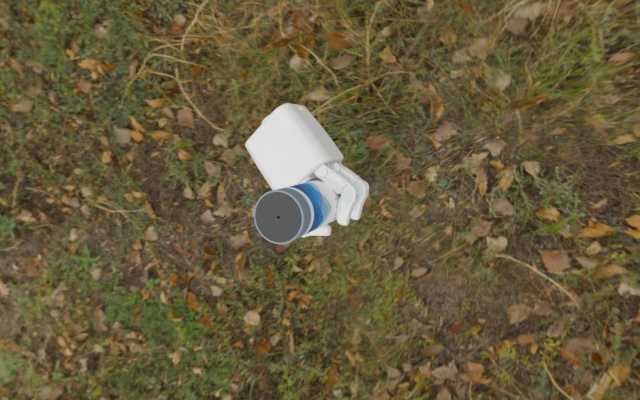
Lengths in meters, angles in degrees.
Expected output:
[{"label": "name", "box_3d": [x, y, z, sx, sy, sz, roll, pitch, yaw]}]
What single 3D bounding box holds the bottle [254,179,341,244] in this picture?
[{"label": "bottle", "box_3d": [0.000, 0.002, 0.708, 0.069, 0.069, 0.295, 0, 7, 20]}]
